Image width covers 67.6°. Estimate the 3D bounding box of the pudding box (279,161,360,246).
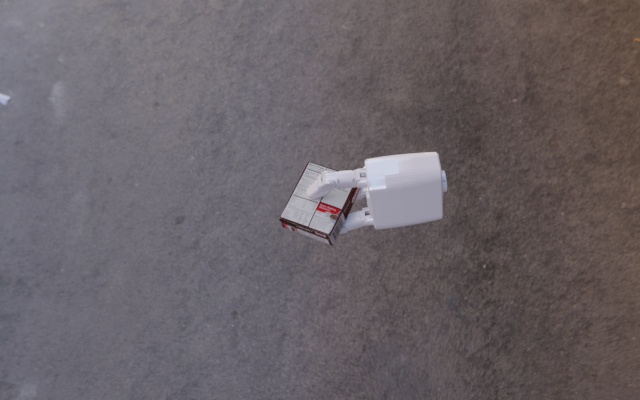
[{"bbox_3d":[0.000,0.002,0.746,0.090,0.113,0.039,18,-24,20],"label":"pudding box"}]
